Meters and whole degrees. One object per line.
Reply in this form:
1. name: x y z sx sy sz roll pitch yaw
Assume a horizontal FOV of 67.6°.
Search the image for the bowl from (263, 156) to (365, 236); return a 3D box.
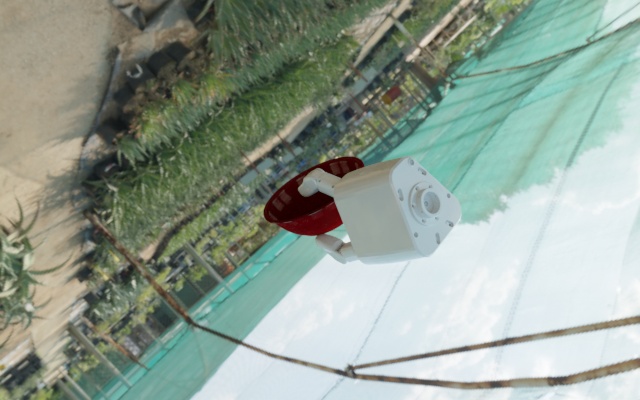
1. bowl: 0.000 0.002 0.693 0.162 0.055 0.162 -24 24 12
